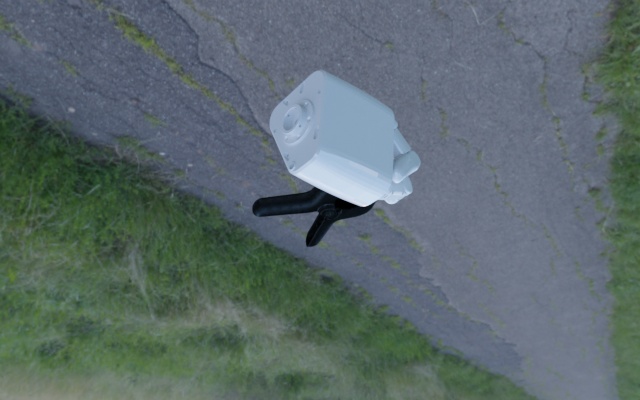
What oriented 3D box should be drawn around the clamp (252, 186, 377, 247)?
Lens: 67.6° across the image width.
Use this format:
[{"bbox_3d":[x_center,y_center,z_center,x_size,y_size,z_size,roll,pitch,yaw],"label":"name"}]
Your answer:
[{"bbox_3d":[0.000,0.002,0.604,0.120,0.039,0.171,22,-45,-38],"label":"clamp"}]
